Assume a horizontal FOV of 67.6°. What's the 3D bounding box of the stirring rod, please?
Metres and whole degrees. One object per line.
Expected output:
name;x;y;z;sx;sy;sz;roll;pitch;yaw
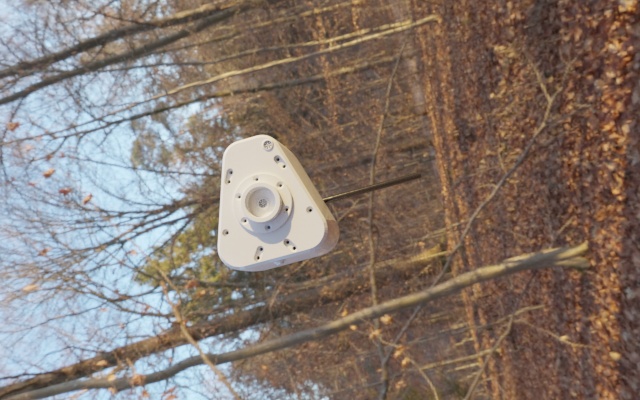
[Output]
stirring rod;0.000;0.002;0.561;0.239;0.011;0.011;-15;-1;4
